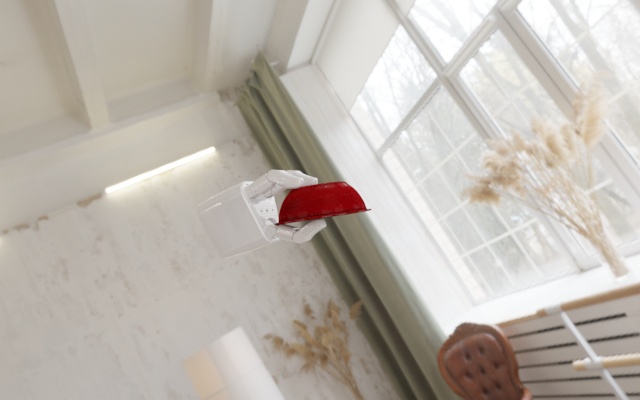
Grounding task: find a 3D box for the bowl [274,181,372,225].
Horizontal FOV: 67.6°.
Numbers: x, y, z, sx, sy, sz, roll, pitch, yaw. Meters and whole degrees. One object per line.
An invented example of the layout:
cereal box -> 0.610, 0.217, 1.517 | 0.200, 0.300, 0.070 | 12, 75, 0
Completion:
bowl -> 0.001, 0.002, 0.785 | 0.162, 0.055, 0.162 | -8, -2, 0
